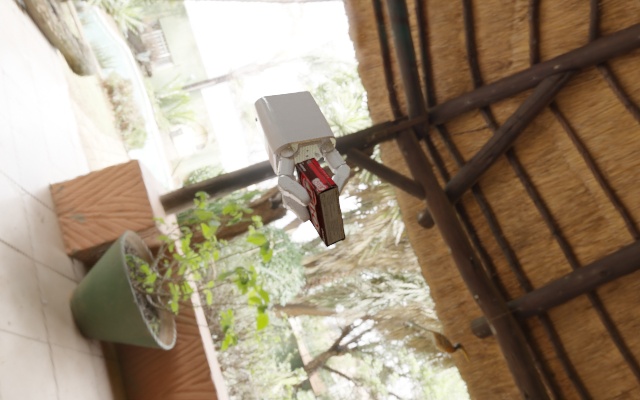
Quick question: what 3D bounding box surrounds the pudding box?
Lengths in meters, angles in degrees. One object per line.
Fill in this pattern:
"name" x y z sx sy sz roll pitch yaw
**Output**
"pudding box" 0.000 0.002 0.748 0.039 0.114 0.090 -22 40 -12
